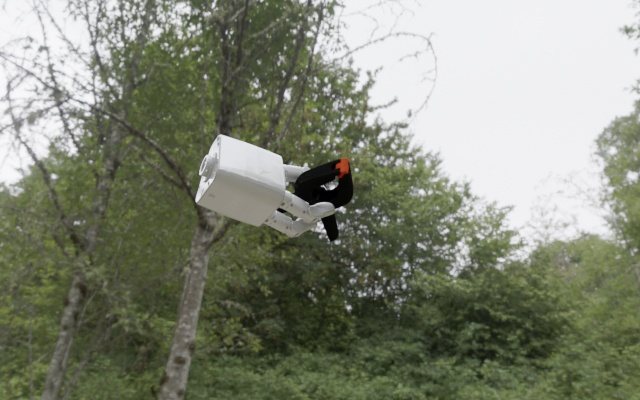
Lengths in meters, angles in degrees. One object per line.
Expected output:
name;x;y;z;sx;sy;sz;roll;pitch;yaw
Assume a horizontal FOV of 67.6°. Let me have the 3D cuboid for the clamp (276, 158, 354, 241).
clamp;0.000;0.002;0.784;0.164;0.036;0.210;21;-38;-24
